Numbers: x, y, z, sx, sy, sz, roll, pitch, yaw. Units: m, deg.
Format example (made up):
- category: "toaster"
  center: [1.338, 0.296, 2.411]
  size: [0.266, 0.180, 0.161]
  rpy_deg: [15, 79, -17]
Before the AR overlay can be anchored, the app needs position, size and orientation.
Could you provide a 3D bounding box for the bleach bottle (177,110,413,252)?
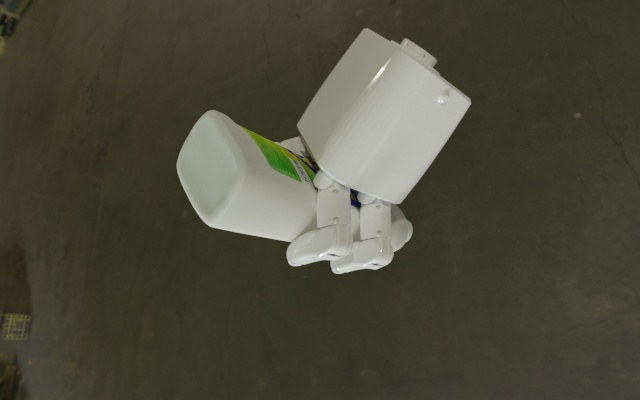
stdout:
- category: "bleach bottle"
  center: [0.000, 0.002, 0.447]
  size: [0.251, 0.068, 0.102]
  rpy_deg: [18, 25, -44]
